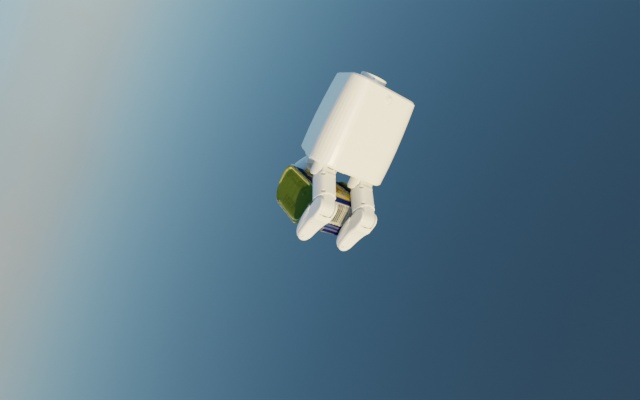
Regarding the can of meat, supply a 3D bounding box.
[{"bbox_3d":[0.000,0.002,0.599,0.084,0.057,0.102,19,14,-31],"label":"can of meat"}]
